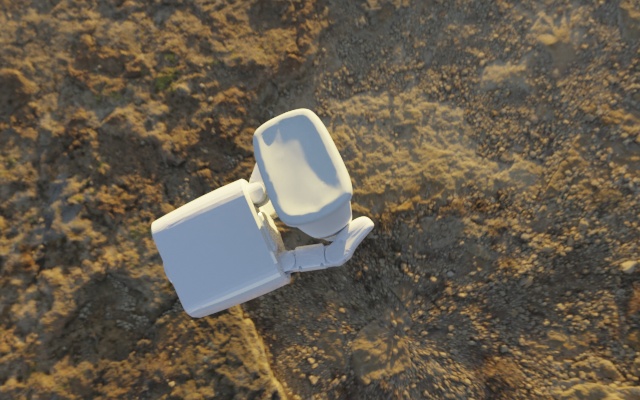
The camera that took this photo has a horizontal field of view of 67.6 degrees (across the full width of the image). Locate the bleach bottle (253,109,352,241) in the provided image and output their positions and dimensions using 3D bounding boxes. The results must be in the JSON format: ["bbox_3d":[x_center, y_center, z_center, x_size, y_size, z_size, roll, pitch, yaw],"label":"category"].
[{"bbox_3d":[0.000,0.002,0.507,0.068,0.102,0.251,-23,-18,2],"label":"bleach bottle"}]
